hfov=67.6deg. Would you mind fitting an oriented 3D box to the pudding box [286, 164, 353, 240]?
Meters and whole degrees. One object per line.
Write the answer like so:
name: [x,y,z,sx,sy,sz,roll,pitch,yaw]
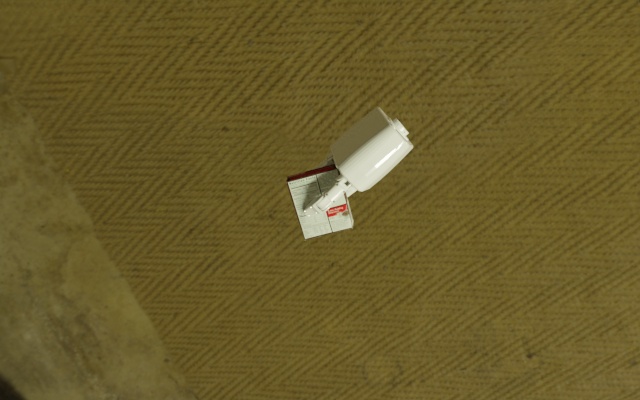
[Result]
pudding box: [0.000,0.003,0.806,0.090,0.113,0.039,-14,16,6]
